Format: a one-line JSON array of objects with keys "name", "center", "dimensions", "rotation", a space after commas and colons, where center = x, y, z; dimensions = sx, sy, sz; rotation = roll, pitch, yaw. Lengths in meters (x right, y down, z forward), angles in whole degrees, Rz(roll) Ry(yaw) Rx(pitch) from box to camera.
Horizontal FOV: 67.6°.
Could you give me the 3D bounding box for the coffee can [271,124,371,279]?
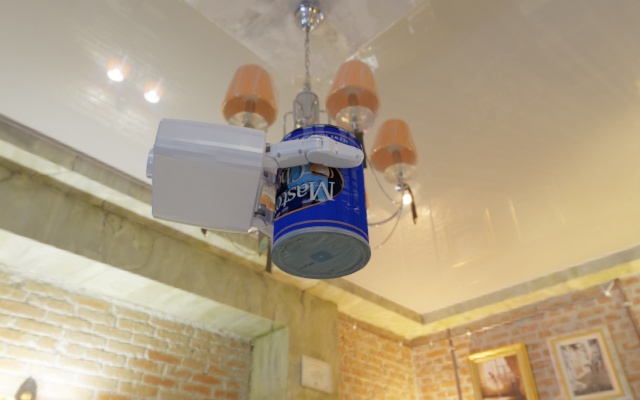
[{"name": "coffee can", "center": [0.000, 0.002, 0.527], "dimensions": [0.103, 0.140, 0.103], "rotation": [0, -35, 0]}]
